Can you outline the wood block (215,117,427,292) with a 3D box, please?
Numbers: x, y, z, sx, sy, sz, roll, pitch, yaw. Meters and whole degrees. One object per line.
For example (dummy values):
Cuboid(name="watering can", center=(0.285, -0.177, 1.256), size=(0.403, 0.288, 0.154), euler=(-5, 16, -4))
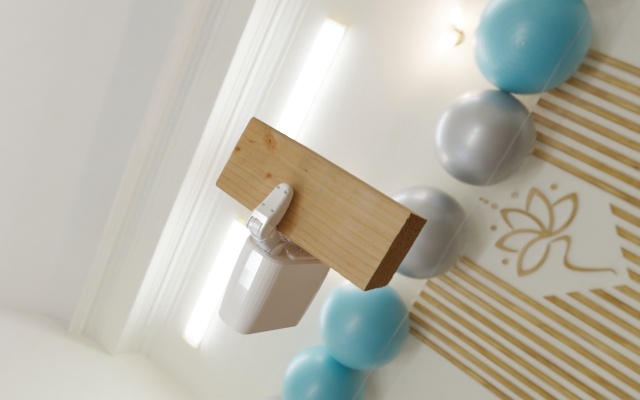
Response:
Cuboid(name="wood block", center=(0.000, 0.002, 0.525), size=(0.206, 0.090, 0.091), euler=(33, 7, 22))
